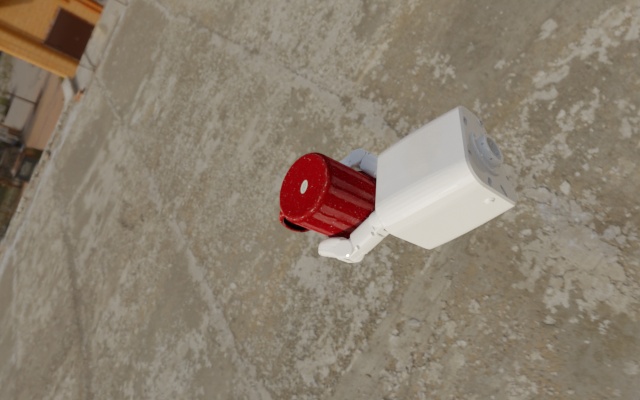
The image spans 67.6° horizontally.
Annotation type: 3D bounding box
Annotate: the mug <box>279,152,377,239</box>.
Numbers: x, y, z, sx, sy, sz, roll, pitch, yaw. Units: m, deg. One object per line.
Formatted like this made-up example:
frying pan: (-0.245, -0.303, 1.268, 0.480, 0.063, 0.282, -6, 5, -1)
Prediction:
mug: (-0.001, 0.002, 0.545, 0.081, 0.093, 0.117, 23, -43, -39)
